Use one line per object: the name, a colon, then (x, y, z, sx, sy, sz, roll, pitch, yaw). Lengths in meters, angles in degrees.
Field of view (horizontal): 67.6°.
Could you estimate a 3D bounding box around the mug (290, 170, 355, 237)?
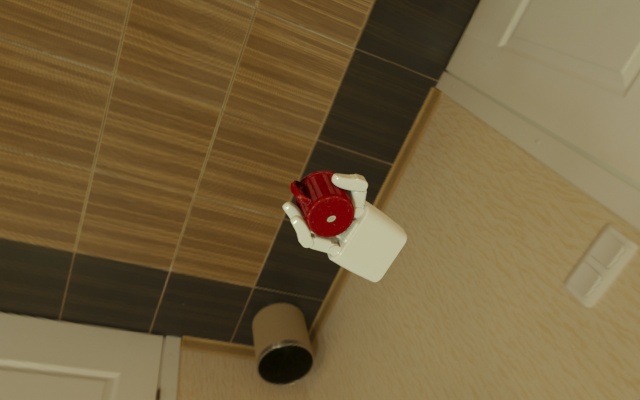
mug: (-0.001, 0.002, 0.797, 0.117, 0.093, 0.081, 31, 18, -27)
